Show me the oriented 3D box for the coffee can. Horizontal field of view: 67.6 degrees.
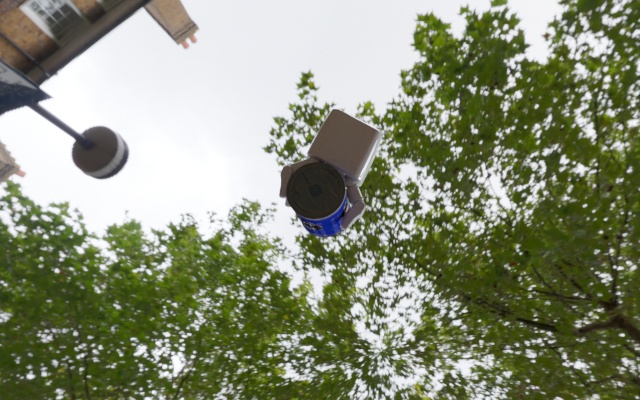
[{"bbox_3d":[0.000,0.003,0.875,0.103,0.102,0.140,0,-17,7],"label":"coffee can"}]
